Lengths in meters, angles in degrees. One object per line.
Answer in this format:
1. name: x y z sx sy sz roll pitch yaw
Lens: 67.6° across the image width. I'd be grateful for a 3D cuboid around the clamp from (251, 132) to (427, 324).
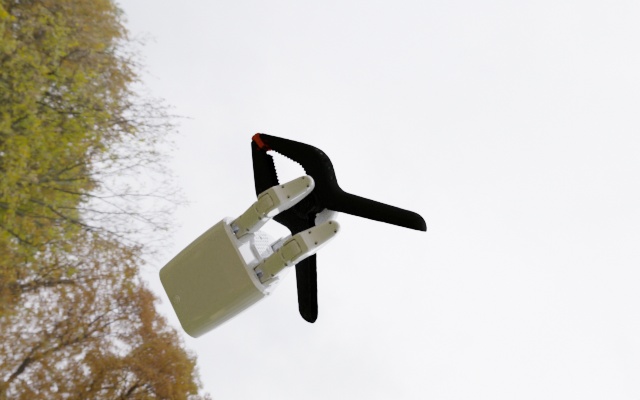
1. clamp: 0.000 0.001 0.514 0.164 0.210 0.036 -34 -15 13
